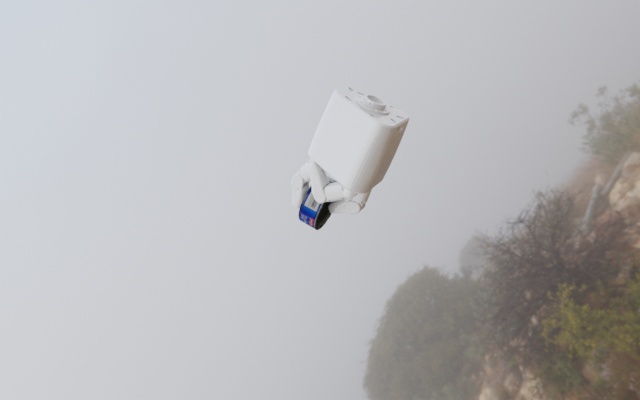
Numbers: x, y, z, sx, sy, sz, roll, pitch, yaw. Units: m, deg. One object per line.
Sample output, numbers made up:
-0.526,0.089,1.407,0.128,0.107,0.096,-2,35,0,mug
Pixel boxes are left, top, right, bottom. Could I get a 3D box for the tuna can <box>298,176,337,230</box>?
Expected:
0.000,0.002,0.767,0.033,0.086,0.086,28,7,14,tuna can
